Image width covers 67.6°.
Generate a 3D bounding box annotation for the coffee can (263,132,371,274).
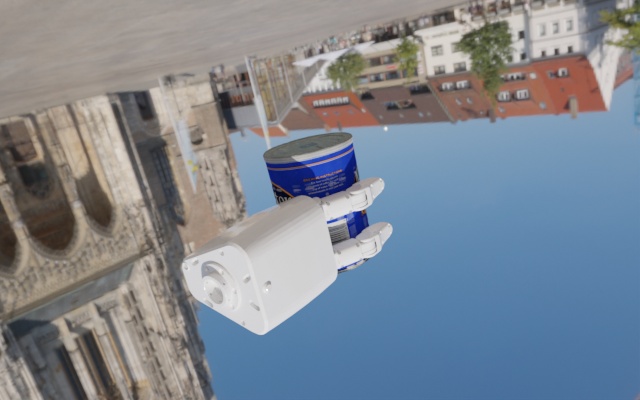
[{"bbox_3d":[0.000,0.002,0.555,0.103,0.140,0.102,-12,17,4],"label":"coffee can"}]
